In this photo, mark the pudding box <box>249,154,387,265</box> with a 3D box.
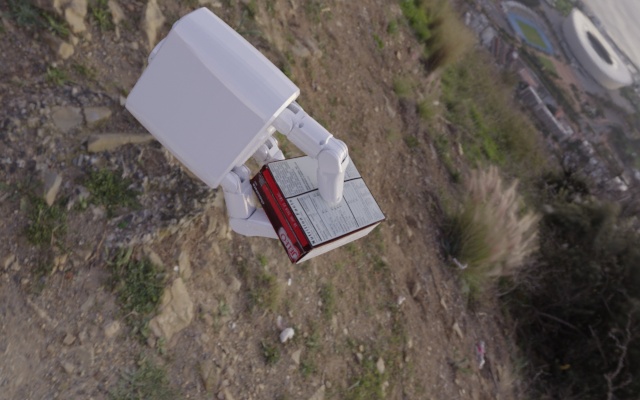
[{"bbox_3d":[0.000,0.001,0.457,0.113,0.090,0.039,-17,-17,-43],"label":"pudding box"}]
